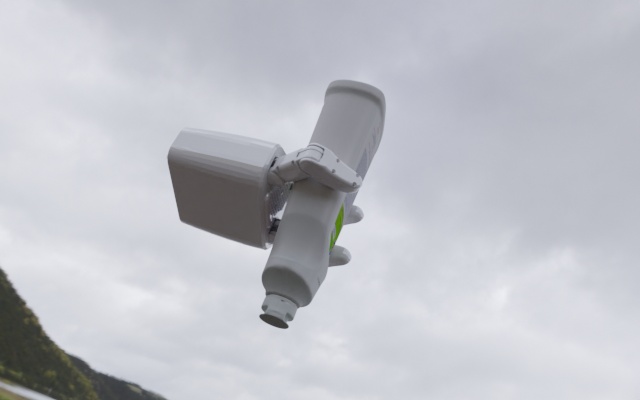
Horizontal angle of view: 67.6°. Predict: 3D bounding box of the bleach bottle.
[{"bbox_3d":[0.000,0.002,0.472,0.068,0.250,0.103,14,-32,13],"label":"bleach bottle"}]
